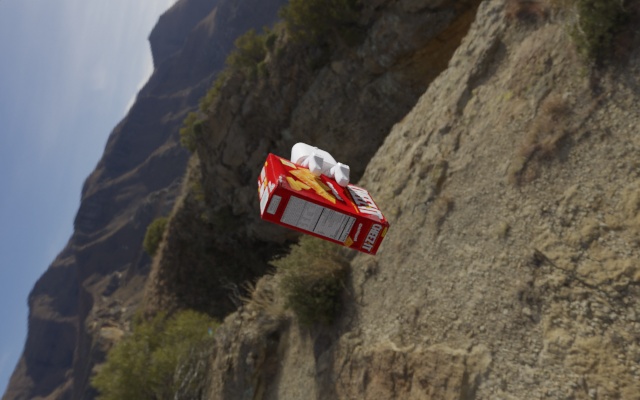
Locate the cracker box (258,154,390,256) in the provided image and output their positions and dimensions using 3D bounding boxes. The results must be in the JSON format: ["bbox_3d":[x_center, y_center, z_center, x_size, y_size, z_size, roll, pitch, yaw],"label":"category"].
[{"bbox_3d":[0.000,0.003,0.856,0.214,0.072,0.164,19,19,-17],"label":"cracker box"}]
